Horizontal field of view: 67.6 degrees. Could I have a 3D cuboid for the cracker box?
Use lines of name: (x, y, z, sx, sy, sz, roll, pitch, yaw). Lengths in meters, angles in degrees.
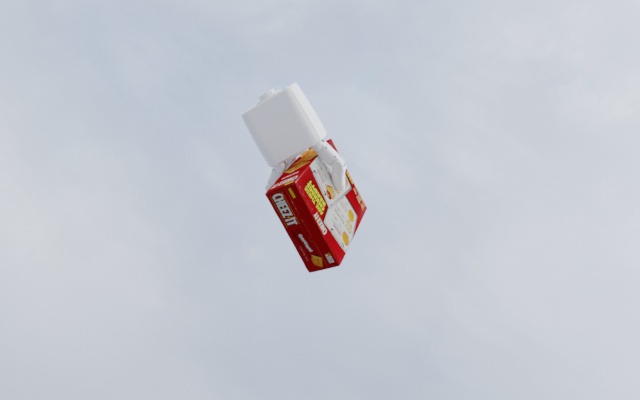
cracker box: (0.000, 0.003, 0.868, 0.072, 0.164, 0.213, -20, 18, 27)
